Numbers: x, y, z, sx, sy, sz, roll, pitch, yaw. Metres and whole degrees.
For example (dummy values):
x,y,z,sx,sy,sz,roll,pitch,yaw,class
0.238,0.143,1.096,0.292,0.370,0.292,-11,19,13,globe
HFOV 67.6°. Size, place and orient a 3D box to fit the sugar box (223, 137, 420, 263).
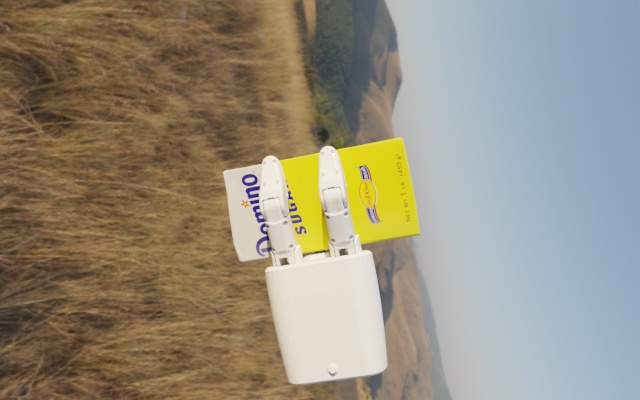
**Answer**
x,y,z,sx,sy,sz,roll,pitch,yaw,class
0.000,0.002,0.461,0.176,0.093,0.048,-11,-2,7,sugar box
